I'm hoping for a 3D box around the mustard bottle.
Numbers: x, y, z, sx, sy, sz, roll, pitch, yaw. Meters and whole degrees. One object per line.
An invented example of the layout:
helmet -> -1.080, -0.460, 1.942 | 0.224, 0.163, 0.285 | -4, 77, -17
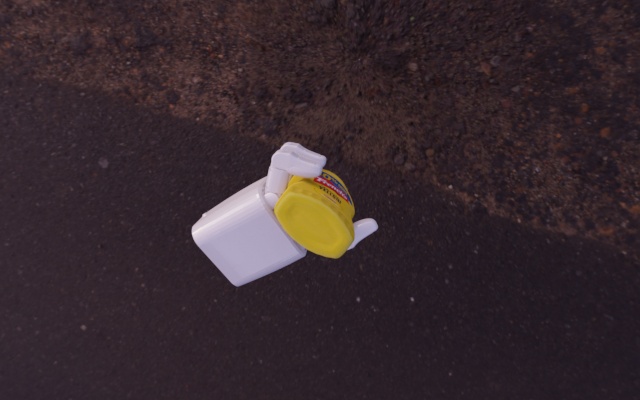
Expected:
mustard bottle -> 0.000, 0.002, 0.617 | 0.096, 0.058, 0.191 | 36, 16, -6
